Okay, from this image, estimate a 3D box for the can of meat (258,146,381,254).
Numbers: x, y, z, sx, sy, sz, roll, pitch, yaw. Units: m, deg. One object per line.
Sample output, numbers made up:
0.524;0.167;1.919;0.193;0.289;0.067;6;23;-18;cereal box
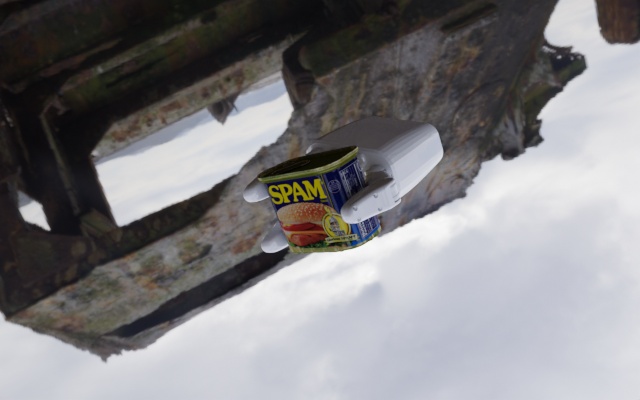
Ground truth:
0.000;0.002;0.456;0.102;0.084;0.057;-7;21;41;can of meat
